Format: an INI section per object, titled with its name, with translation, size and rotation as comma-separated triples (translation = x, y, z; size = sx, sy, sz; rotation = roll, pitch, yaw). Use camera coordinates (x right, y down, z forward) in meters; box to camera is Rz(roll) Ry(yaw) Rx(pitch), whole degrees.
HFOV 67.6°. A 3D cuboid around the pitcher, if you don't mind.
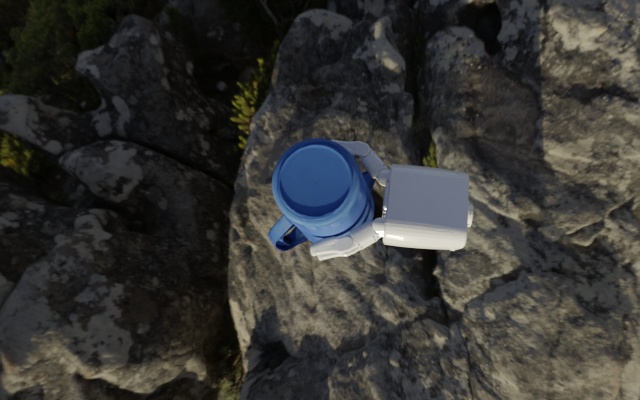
[pitcher]
translation = 0.000, 0.002, 0.676
size = 0.145, 0.149, 0.243
rotation = 7, -8, 8
